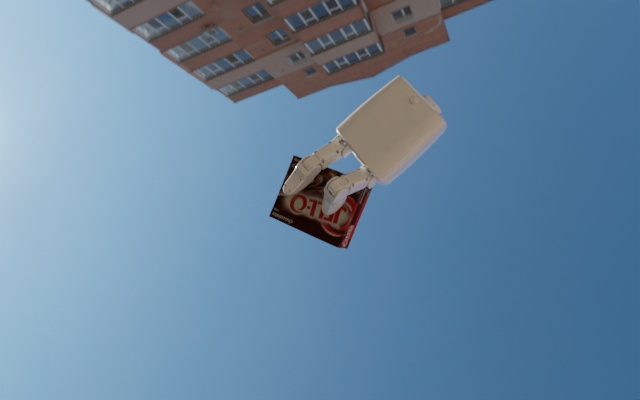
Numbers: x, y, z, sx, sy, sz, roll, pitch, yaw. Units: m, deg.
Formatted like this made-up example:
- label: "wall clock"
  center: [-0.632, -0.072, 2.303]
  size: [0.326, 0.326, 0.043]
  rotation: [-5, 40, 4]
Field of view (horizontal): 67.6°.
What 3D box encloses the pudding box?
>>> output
- label: "pudding box"
  center: [0.000, 0.002, 0.630]
  size: [0.113, 0.090, 0.039]
  rotation: [22, 0, 25]
